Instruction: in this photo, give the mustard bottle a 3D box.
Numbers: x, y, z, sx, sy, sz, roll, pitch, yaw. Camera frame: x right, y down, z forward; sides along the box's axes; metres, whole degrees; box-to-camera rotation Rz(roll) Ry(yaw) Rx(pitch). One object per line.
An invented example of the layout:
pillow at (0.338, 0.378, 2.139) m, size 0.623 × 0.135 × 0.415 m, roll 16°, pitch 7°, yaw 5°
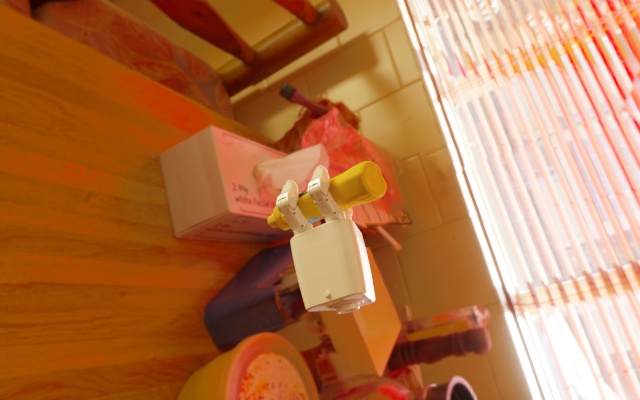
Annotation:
mustard bottle at (0.000, 0.002, 0.726) m, size 0.192 × 0.058 × 0.096 m, roll -23°, pitch 1°, yaw 25°
